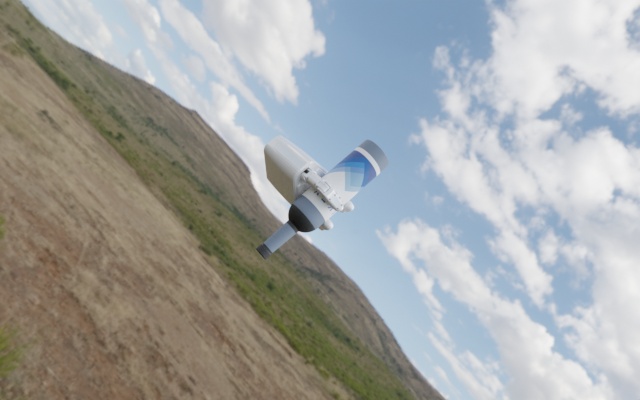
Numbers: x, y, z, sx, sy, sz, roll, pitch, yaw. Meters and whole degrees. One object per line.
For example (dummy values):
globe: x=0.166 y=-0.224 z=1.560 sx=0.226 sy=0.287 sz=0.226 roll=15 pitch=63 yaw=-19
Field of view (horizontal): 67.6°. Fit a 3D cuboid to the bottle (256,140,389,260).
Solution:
bottle: x=0.000 y=0.003 z=0.895 sx=0.295 sy=0.069 sz=0.069 roll=-41 pitch=9 yaw=-11
